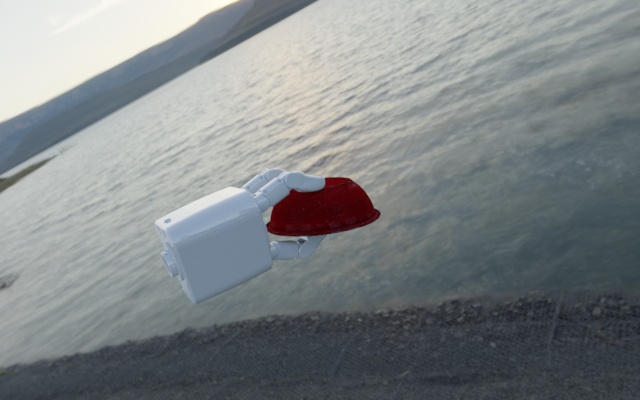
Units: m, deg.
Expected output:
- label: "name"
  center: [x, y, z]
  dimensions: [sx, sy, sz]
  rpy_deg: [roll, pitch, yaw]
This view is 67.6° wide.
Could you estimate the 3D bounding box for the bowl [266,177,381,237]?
- label: "bowl"
  center: [0.001, 0.001, 0.662]
  dimensions: [0.162, 0.055, 0.162]
  rpy_deg: [-7, 10, 1]
